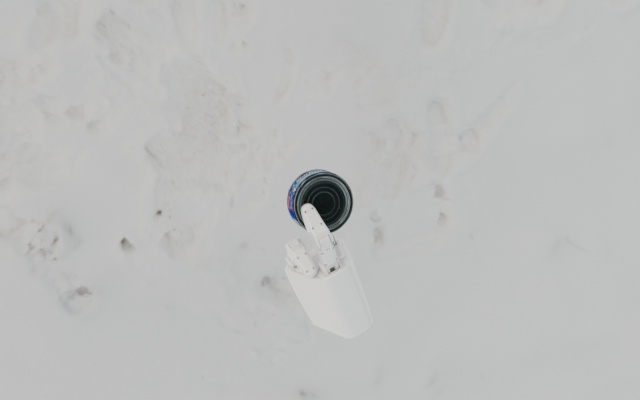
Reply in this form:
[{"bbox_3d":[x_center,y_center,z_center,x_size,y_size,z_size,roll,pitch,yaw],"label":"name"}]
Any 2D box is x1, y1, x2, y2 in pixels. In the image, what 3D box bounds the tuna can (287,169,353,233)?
[{"bbox_3d":[0.000,0.002,0.641,0.086,0.086,0.033,0,9,-18],"label":"tuna can"}]
